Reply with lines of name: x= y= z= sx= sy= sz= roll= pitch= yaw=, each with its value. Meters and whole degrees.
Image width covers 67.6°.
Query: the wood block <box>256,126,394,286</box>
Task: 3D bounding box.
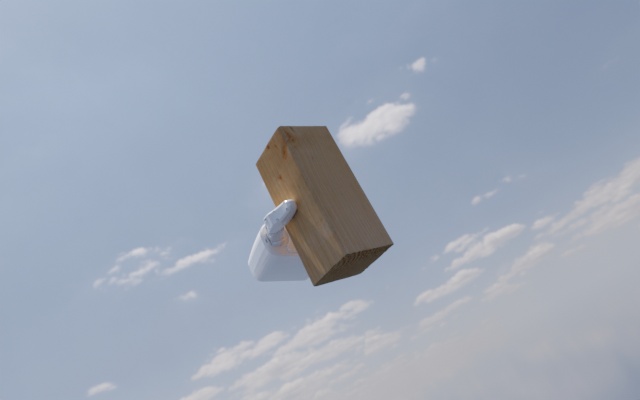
wood block: x=0.000 y=0.002 z=0.669 sx=0.091 sy=0.206 sz=0.090 roll=-8 pitch=-30 yaw=-39
